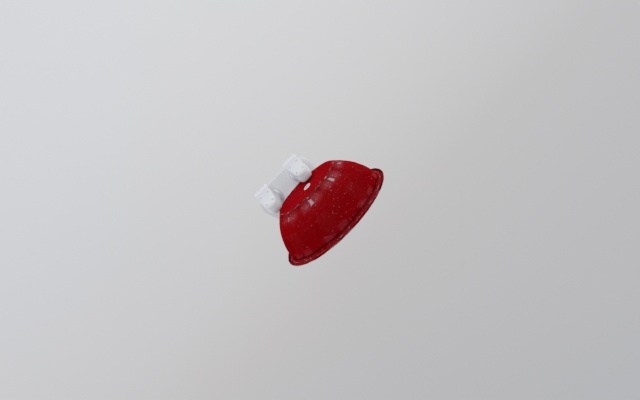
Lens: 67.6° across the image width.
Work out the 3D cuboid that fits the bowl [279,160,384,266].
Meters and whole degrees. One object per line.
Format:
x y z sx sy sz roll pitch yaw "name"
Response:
0.000 0.002 0.586 0.055 0.162 0.162 44 -14 -15 "bowl"
